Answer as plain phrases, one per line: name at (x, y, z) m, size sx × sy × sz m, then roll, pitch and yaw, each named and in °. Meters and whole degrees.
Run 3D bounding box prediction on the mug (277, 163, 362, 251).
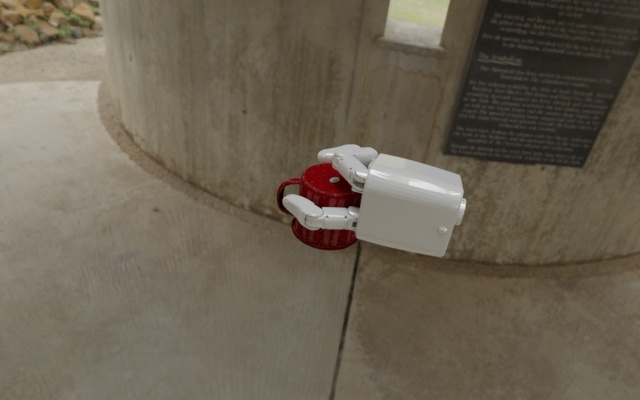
mug at (-0.001, 0.001, 0.622) m, size 0.117 × 0.081 × 0.093 m, roll 14°, pitch 33°, yaw 8°
